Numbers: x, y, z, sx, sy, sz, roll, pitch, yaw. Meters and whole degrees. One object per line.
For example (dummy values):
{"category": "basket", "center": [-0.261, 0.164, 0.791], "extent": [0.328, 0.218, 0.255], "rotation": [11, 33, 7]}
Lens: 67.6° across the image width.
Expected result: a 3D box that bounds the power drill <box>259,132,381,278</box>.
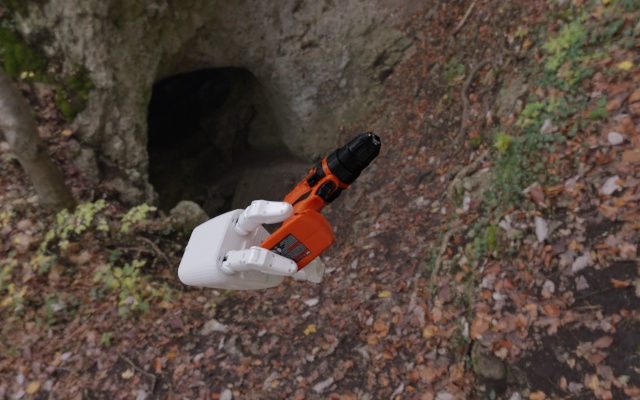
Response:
{"category": "power drill", "center": [0.000, 0.002, 0.627], "extent": [0.184, 0.057, 0.187], "rotation": [-42, 11, 33]}
